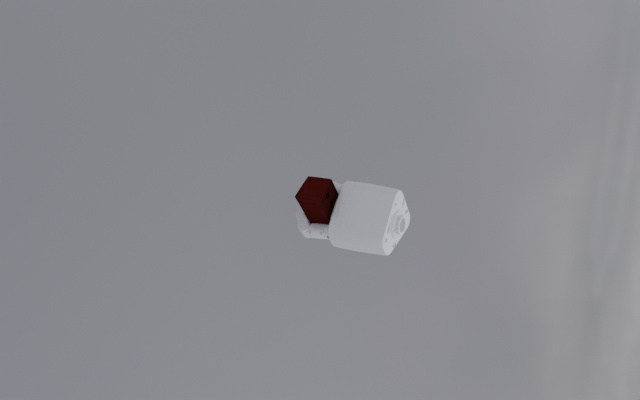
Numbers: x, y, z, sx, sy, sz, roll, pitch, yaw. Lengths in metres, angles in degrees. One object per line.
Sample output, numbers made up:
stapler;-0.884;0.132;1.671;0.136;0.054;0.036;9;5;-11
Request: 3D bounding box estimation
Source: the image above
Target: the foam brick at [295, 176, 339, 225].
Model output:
foam brick;0.000;0.003;0.845;0.051;0.053;0.078;9;-35;32
